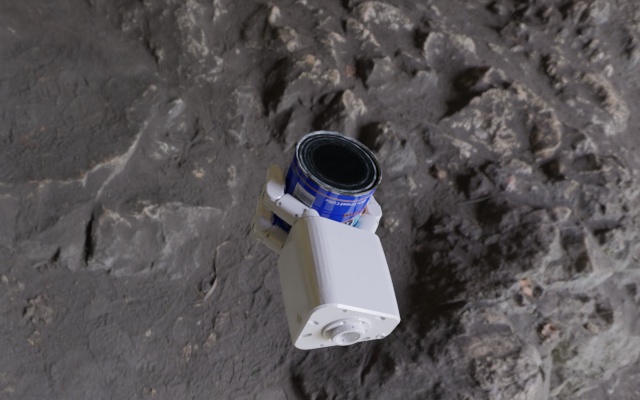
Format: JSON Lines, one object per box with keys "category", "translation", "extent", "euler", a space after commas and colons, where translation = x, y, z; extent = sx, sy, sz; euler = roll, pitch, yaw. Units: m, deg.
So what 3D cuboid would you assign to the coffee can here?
{"category": "coffee can", "translation": [0.000, 0.002, 0.579], "extent": [0.103, 0.102, 0.140], "euler": [0, -42, -24]}
